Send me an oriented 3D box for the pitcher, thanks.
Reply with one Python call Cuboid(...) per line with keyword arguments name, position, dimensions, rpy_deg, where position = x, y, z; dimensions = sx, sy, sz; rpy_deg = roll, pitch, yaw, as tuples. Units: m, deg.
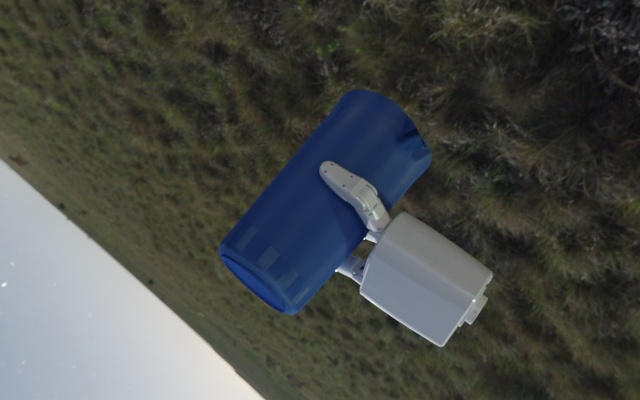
Cuboid(name="pitcher", position=(0.000, 0.002, 0.540), dimensions=(0.145, 0.242, 0.149), rpy_deg=(34, -22, 20))
